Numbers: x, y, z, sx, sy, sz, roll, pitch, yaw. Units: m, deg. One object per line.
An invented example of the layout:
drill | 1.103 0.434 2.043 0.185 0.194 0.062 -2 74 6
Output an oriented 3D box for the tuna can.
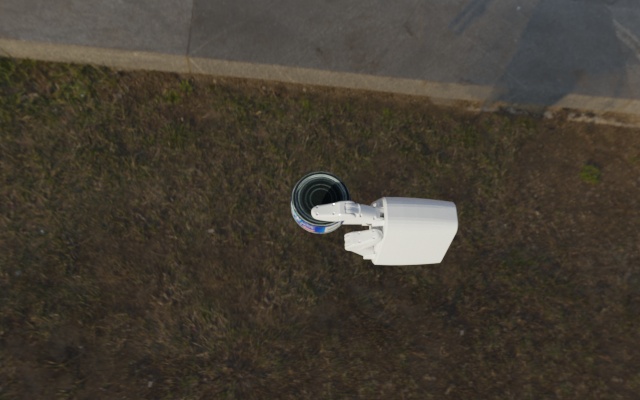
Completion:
tuna can | 0.000 0.002 0.688 0.086 0.086 0.034 0 -20 -3
